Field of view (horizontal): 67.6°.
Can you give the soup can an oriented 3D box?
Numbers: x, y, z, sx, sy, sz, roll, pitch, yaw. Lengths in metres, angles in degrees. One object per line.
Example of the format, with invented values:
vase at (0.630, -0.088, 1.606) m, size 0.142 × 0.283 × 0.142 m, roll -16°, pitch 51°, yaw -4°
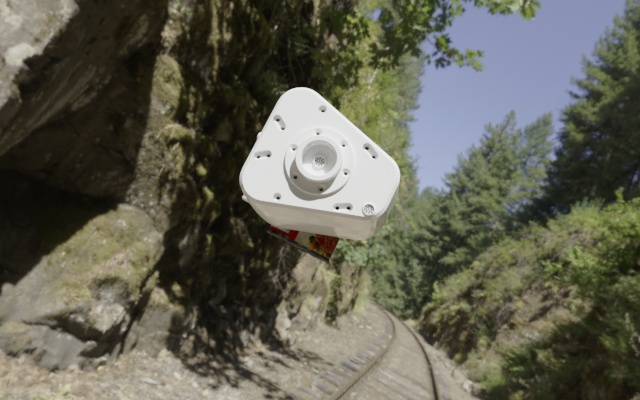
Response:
soup can at (0.000, 0.001, 0.474) m, size 0.068 × 0.102 × 0.068 m, roll 26°, pitch -7°, yaw 4°
